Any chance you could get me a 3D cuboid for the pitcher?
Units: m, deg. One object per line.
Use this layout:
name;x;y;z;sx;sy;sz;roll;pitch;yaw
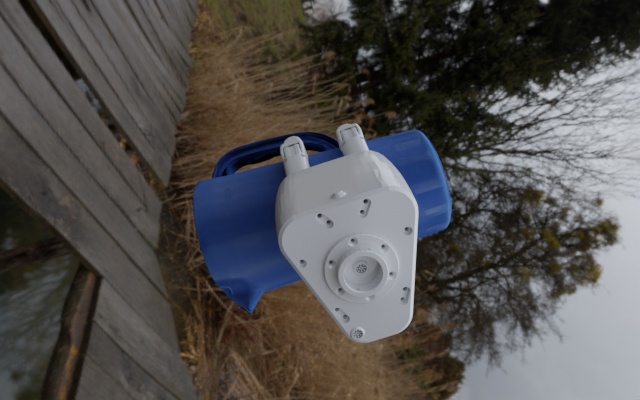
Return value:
pitcher;0.000;0.002;0.501;0.243;0.149;0.145;-17;14;2
